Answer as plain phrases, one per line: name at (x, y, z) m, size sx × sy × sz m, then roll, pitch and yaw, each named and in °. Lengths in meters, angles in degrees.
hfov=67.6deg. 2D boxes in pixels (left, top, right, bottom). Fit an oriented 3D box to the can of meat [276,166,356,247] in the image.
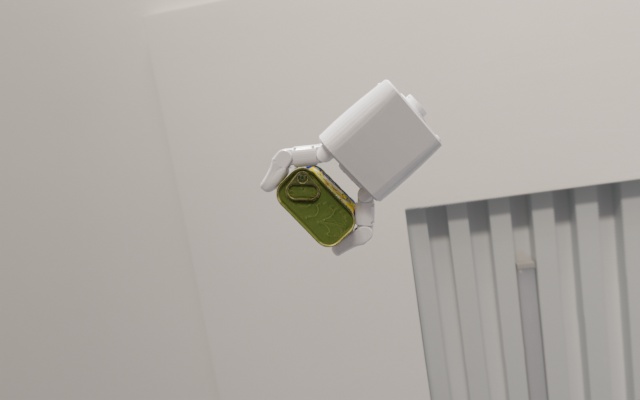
can of meat at (0.000, 0.002, 0.614) m, size 0.057 × 0.102 × 0.084 m, roll -44°, pitch 1°, yaw 13°
